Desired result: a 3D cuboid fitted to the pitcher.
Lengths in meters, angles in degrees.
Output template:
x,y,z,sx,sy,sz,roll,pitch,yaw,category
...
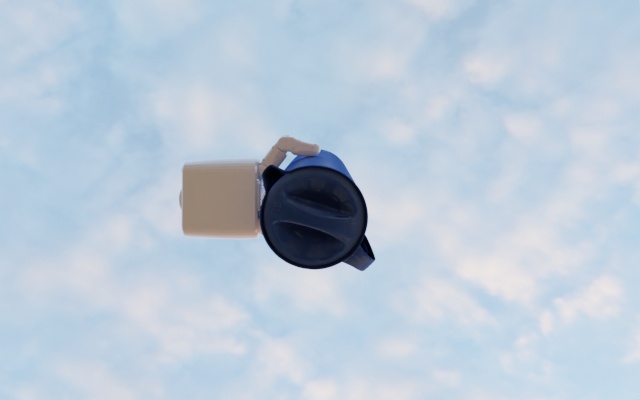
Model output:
x,y,z,sx,sy,sz,roll,pitch,yaw,category
0.000,0.002,0.693,0.145,0.149,0.242,-1,14,1,pitcher
